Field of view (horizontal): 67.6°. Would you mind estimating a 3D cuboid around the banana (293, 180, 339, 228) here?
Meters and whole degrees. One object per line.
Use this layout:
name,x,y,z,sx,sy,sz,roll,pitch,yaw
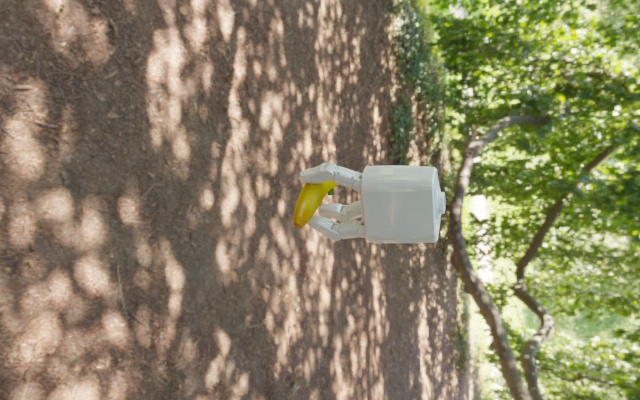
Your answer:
banana,0.001,-0.016,0.782,0.037,0.070,0.197,5,17,18
